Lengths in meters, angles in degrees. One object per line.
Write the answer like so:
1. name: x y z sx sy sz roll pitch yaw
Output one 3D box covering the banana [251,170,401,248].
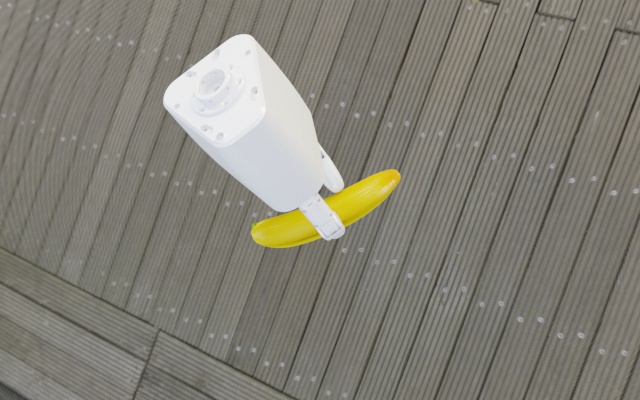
1. banana: -0.004 0.015 0.536 0.198 0.037 0.069 -19 34 20
